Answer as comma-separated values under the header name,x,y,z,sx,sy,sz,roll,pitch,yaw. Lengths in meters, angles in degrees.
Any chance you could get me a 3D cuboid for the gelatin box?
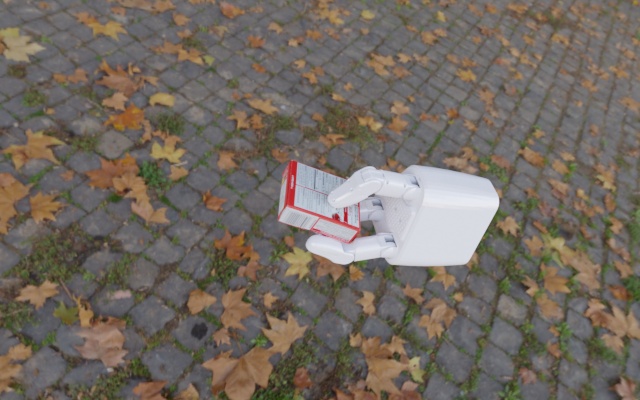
name,x,y,z,sx,sy,sz,roll,pitch,yaw
gelatin box,0.000,0.001,0.528,0.089,0.073,0.030,19,-47,-17
